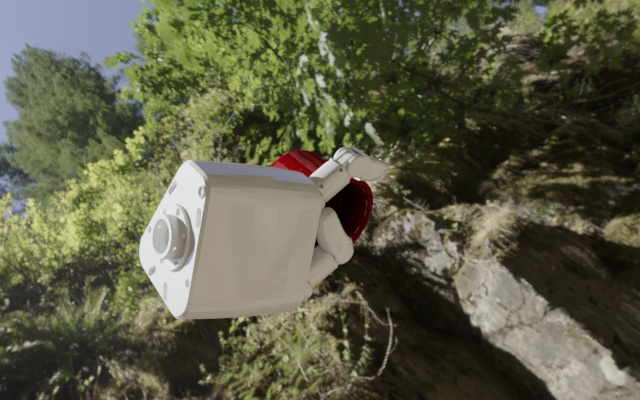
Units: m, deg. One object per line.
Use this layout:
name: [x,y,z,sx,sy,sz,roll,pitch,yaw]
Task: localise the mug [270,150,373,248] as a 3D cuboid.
mug: [0.001,0.002,0.489,0.117,0.093,0.081,6,25,-45]
